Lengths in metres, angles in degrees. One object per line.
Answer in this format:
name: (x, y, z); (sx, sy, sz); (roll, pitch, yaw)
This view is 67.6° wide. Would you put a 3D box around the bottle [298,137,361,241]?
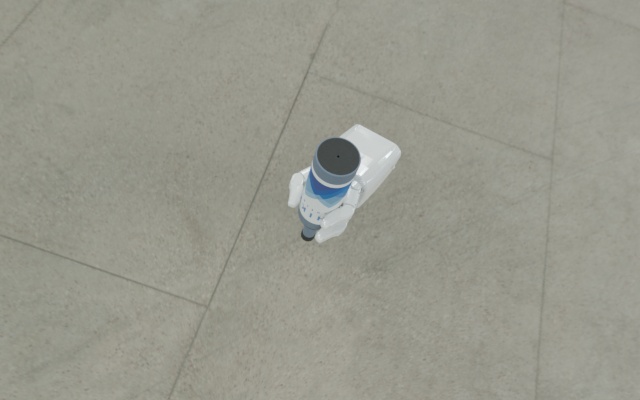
bottle: (0.000, 0.003, 0.802); (0.069, 0.069, 0.296); (0, -26, -11)
